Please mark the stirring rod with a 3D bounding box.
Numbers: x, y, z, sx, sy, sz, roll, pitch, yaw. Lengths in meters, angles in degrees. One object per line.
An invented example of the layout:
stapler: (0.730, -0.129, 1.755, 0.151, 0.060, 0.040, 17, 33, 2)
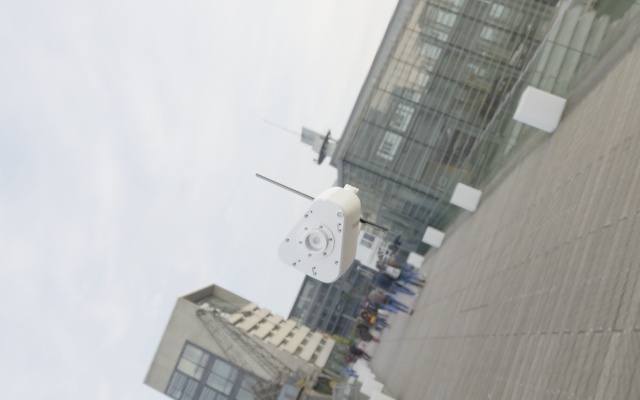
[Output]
stirring rod: (0.000, 0.003, 0.792, 0.239, 0.011, 0.011, 23, 4, 9)
